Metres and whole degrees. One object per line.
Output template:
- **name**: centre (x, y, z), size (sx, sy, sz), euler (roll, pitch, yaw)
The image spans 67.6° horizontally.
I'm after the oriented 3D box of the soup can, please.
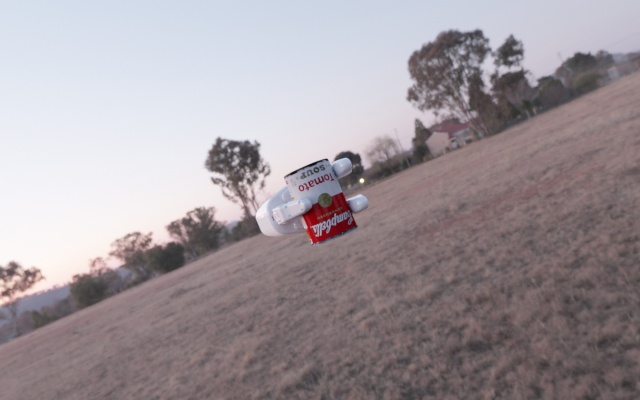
- **soup can**: centre (0.000, 0.002, 0.643), size (0.068, 0.102, 0.068), euler (-23, 0, 0)
